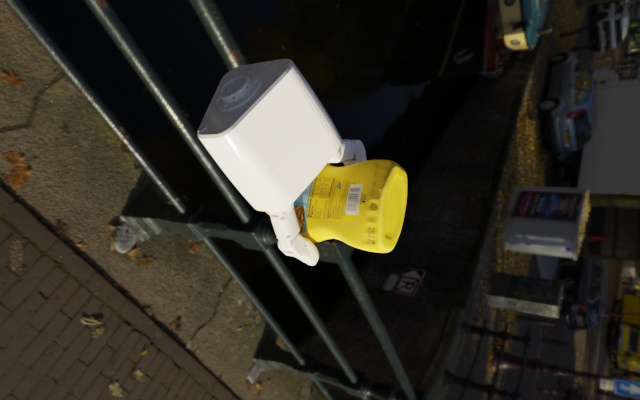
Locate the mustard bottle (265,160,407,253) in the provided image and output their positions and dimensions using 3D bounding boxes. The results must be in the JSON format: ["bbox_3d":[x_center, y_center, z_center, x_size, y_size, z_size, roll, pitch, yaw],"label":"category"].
[{"bbox_3d":[0.000,0.002,0.548,0.191,0.096,0.058,4,-11,36],"label":"mustard bottle"}]
